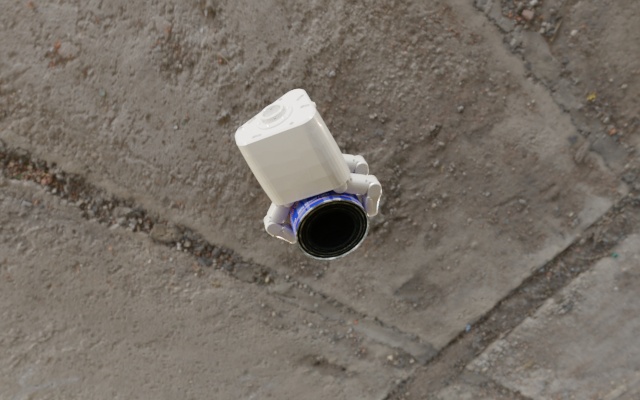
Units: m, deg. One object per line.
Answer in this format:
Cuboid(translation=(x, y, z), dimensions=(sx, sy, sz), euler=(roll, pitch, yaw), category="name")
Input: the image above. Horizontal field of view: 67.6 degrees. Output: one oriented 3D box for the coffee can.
Cuboid(translation=(0.000, 0.002, 0.688), dimensions=(0.103, 0.103, 0.140), euler=(0, 34, -17), category="coffee can")
